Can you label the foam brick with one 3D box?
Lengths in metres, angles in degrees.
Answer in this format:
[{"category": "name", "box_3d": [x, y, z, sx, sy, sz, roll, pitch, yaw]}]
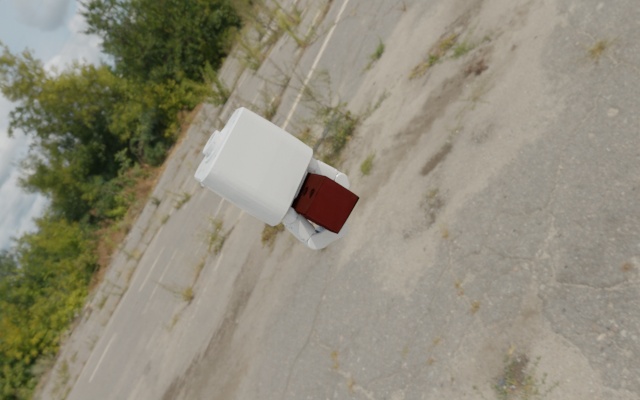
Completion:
[{"category": "foam brick", "box_3d": [0.000, 0.002, 0.586, 0.051, 0.053, 0.078, 32, -6, -22]}]
